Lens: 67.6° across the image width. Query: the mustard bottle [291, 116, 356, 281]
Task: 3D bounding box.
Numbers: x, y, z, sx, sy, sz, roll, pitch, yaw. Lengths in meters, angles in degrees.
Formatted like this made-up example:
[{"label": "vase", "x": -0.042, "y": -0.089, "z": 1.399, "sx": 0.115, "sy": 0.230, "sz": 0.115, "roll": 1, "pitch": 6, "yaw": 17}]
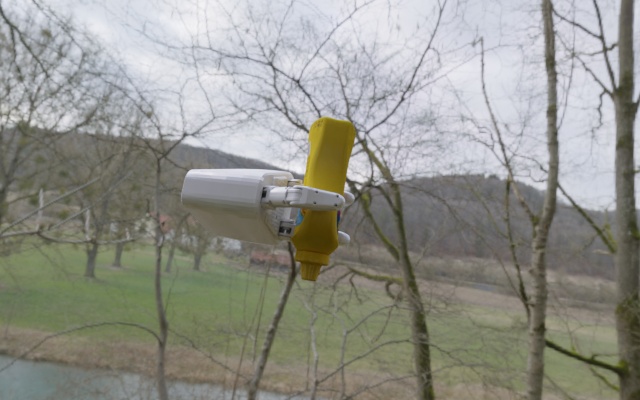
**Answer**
[{"label": "mustard bottle", "x": 0.000, "y": 0.002, "z": 0.584, "sx": 0.058, "sy": 0.191, "sz": 0.096, "roll": 11, "pitch": -11, "yaw": -6}]
